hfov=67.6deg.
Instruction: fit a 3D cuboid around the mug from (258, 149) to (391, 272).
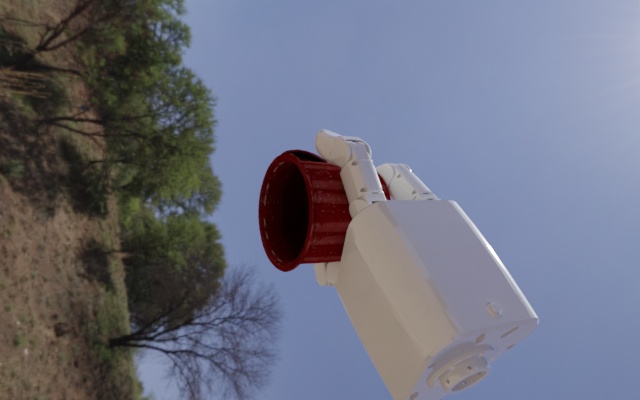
[{"bbox_3d":[0.000,0.000,0.404,0.081,0.117,0.093,1,-45,-31],"label":"mug"}]
